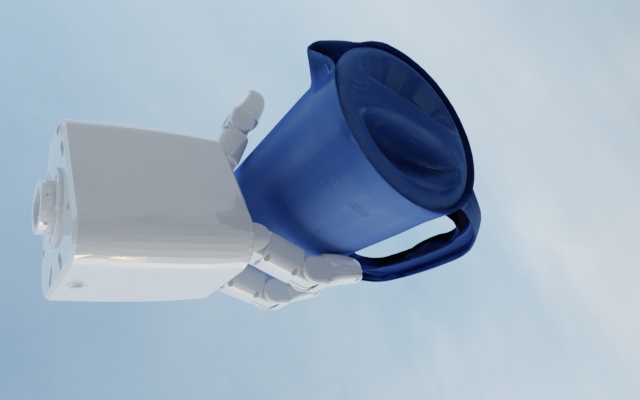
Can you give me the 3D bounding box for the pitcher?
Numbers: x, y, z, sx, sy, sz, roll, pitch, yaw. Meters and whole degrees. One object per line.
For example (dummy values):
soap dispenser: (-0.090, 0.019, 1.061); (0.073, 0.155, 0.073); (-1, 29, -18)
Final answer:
pitcher: (0.000, 0.001, 0.401); (0.145, 0.149, 0.243); (6, -28, -39)
